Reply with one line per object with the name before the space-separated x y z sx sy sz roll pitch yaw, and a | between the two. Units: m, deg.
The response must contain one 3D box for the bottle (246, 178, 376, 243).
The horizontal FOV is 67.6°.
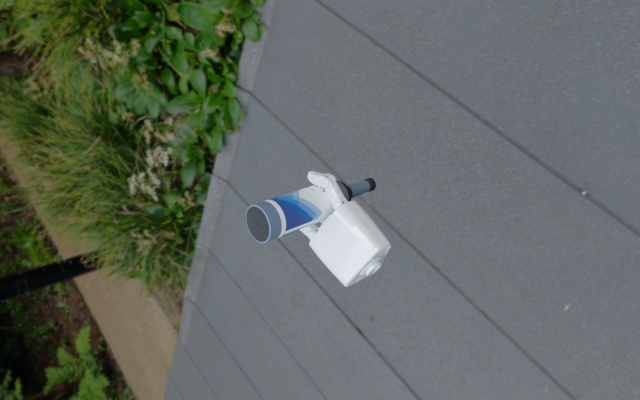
bottle | 0.000 0.003 0.886 0.295 0.069 0.069 -19 13 -41
